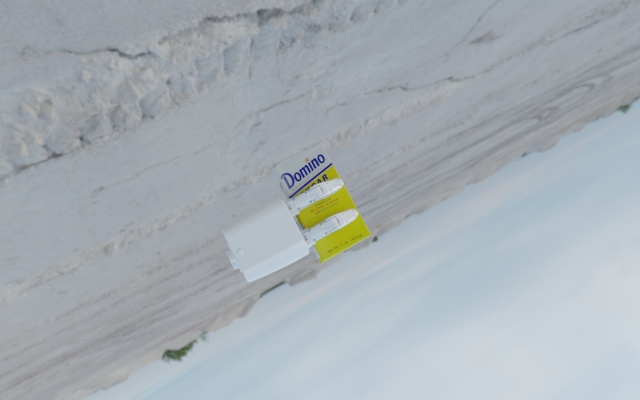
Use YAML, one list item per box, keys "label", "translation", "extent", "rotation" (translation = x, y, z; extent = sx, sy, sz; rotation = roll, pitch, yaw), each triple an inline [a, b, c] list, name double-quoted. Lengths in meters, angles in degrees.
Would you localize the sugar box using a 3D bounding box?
- label: "sugar box"
  translation: [0.000, 0.003, 0.785]
  extent: [0.093, 0.176, 0.048]
  rotation: [-27, -7, -11]
